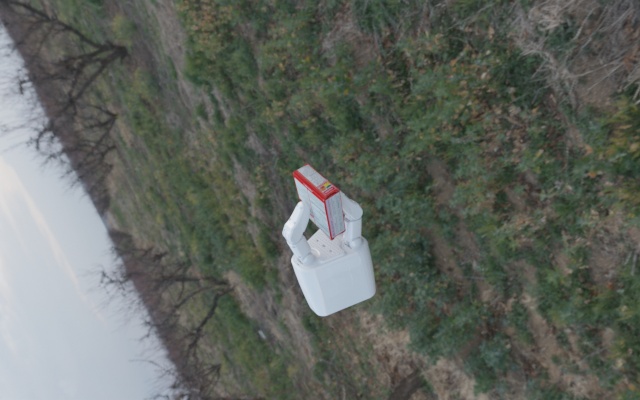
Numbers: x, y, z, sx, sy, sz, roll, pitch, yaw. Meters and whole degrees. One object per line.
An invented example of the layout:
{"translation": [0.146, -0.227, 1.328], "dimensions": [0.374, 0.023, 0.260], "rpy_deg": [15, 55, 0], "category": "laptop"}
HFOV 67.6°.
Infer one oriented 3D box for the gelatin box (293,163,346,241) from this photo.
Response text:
{"translation": [0.000, 0.002, 0.670], "dimensions": [0.030, 0.089, 0.073], "rpy_deg": [-33, 50, -18], "category": "gelatin box"}
